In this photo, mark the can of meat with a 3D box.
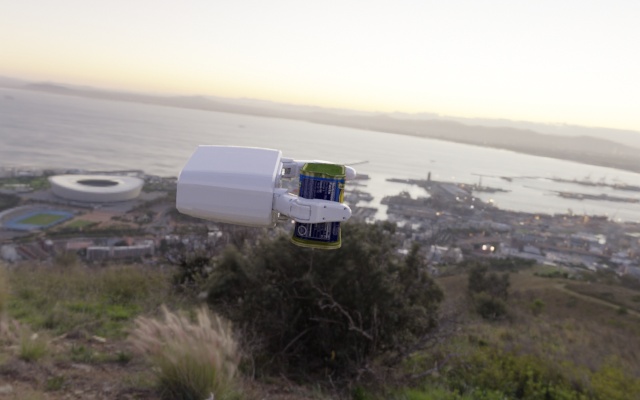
[{"bbox_3d":[0.000,0.002,0.564,0.057,0.084,0.102,6,11,1],"label":"can of meat"}]
